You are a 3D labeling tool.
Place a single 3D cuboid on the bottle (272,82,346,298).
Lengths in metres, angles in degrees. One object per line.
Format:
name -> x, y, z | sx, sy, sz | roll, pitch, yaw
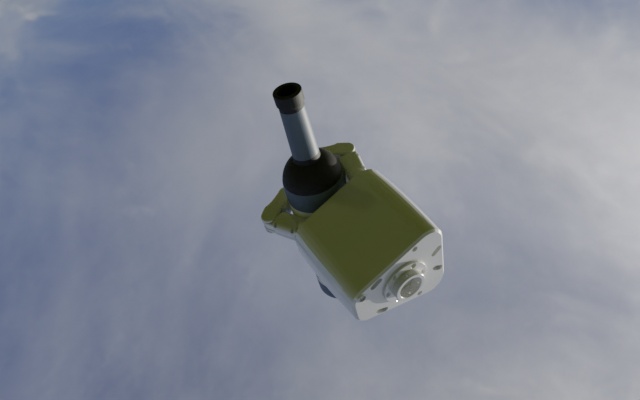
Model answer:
bottle -> 0.000, 0.002, 0.533 | 0.069, 0.069, 0.296 | 0, -43, 16
